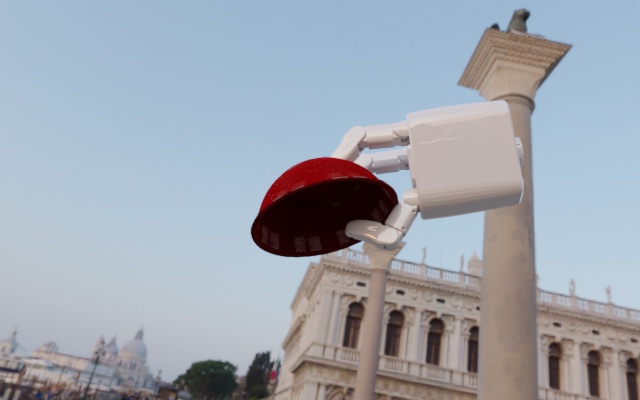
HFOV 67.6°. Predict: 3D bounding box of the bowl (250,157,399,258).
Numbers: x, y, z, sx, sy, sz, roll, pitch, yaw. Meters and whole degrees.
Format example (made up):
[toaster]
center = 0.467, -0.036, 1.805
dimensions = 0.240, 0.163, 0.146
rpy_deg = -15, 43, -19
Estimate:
[bowl]
center = -0.001, 0.002, 0.523
dimensions = 0.162, 0.055, 0.162
rpy_deg = -12, -31, -7
